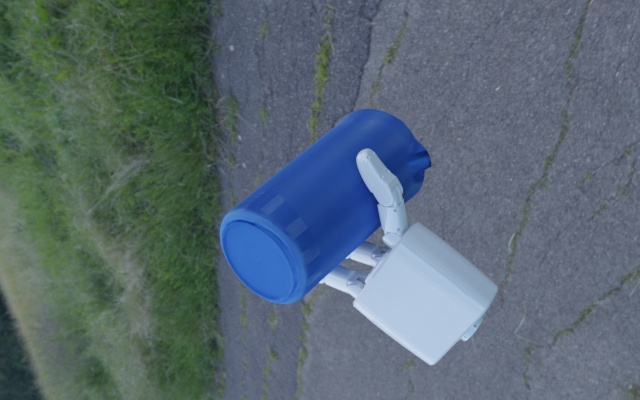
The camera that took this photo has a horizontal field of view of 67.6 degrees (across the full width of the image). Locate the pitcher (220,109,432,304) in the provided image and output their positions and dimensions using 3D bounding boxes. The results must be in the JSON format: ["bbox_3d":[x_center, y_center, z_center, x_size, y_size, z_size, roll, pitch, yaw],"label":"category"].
[{"bbox_3d":[0.000,0.002,0.536,0.145,0.149,0.242,39,46,12],"label":"pitcher"}]
